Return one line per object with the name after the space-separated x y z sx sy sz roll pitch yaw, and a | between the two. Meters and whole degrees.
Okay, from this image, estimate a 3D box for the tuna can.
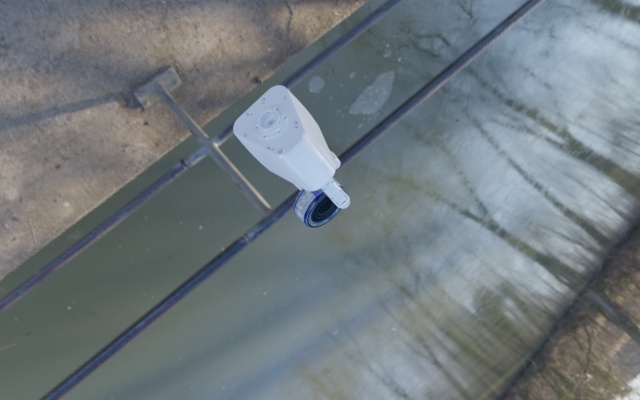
0.001 0.003 0.760 0.033 0.086 0.086 45 25 28 | tuna can
